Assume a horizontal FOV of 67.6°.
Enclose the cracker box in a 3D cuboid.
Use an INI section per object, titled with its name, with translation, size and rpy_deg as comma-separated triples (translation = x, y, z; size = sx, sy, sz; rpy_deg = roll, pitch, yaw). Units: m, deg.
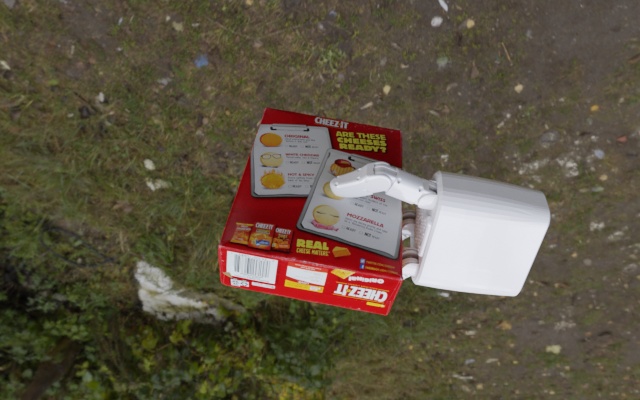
[cracker box]
translation = 0.000, 0.002, 0.502
size = 0.164, 0.213, 0.072
rpy_deg = 10, -45, -1
